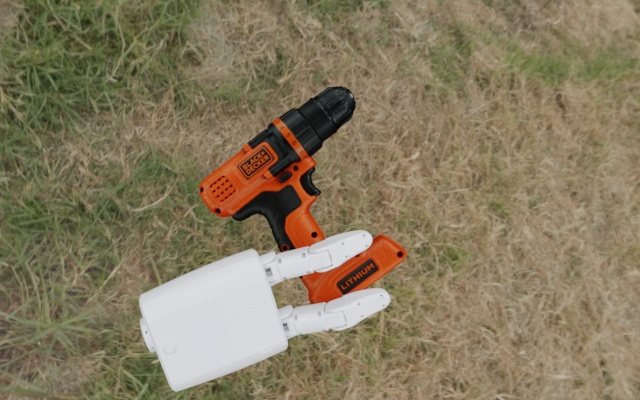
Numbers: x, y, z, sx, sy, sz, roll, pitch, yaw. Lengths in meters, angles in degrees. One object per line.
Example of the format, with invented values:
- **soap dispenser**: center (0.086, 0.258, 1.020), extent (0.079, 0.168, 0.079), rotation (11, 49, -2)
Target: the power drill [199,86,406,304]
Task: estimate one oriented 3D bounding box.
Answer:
- **power drill**: center (0.000, 0.002, 0.478), extent (0.184, 0.187, 0.057), rotation (-38, -4, 1)
